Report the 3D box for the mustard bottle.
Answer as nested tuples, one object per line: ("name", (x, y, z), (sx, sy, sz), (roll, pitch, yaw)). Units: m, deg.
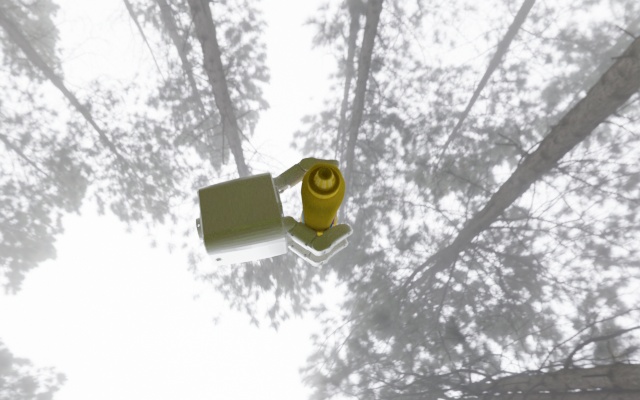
("mustard bottle", (0.000, 0.002, 0.662), (0.058, 0.096, 0.192), (11, -21, 1))
